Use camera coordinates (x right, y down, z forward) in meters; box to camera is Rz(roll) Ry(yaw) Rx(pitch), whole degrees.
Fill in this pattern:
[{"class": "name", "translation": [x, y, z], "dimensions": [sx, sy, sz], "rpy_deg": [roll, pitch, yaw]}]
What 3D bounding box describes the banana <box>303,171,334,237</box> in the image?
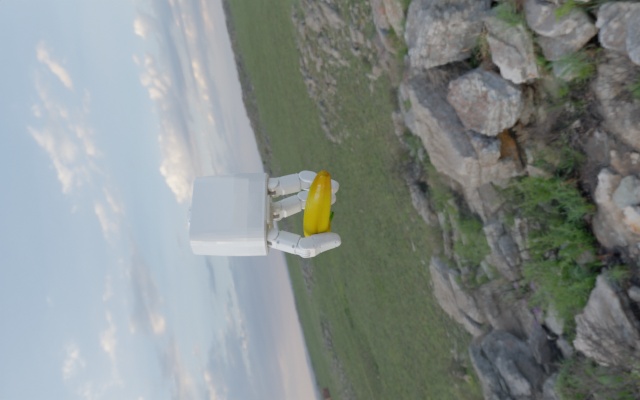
[{"class": "banana", "translation": [-0.003, 0.021, 0.680], "dimensions": [0.037, 0.069, 0.198], "rpy_deg": [10, -16, 4]}]
